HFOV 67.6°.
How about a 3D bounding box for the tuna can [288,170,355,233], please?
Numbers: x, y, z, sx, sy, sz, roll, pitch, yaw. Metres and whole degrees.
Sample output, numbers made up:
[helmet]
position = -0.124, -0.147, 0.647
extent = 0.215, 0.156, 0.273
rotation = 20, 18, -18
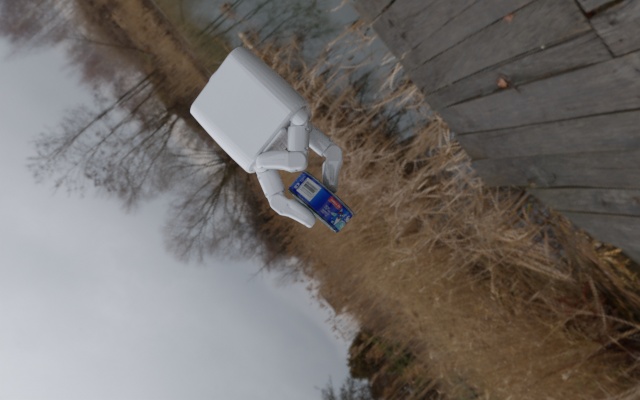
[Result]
[tuna can]
position = 0.000, 0.002, 0.605
extent = 0.086, 0.034, 0.086
rotation = 41, -3, 3
